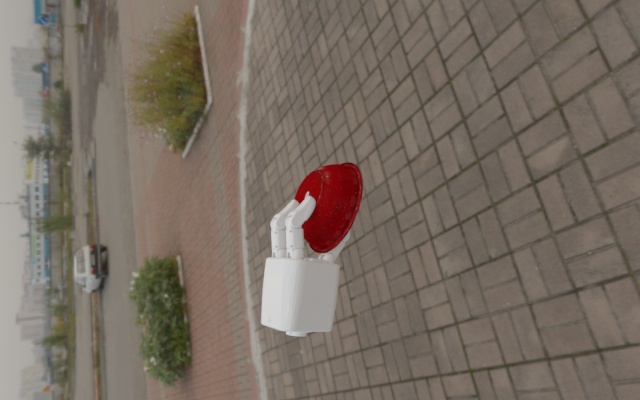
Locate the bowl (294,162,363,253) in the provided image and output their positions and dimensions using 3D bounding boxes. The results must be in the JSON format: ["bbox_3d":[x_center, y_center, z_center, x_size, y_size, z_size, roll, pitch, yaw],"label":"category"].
[{"bbox_3d":[0.000,0.001,0.787,0.055,0.162,0.162,22,-10,-26],"label":"bowl"}]
